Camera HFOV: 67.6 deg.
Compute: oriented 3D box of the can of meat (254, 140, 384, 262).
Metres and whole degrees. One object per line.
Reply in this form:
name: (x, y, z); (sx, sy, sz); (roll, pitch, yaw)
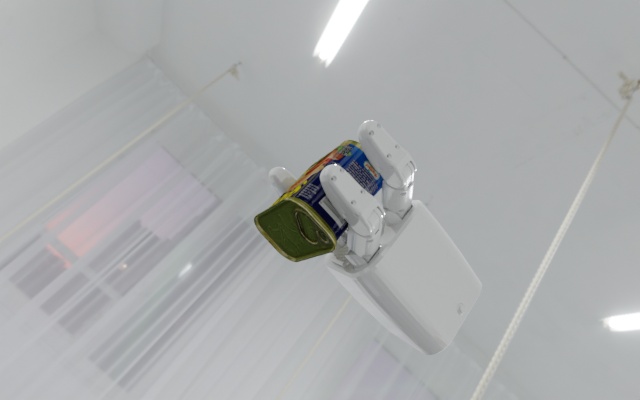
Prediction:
can of meat: (0.000, 0.001, 0.419); (0.084, 0.057, 0.102); (-47, 10, -28)
